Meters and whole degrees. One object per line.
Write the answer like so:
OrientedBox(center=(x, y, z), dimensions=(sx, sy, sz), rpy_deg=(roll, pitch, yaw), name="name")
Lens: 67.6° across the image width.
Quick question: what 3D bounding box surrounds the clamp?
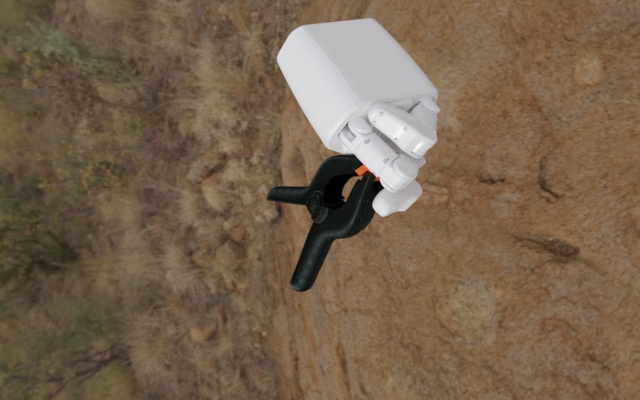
OrientedBox(center=(0.000, 0.002, 0.476), dimensions=(0.039, 0.120, 0.171), rpy_deg=(-4, -34, -45), name="clamp")
